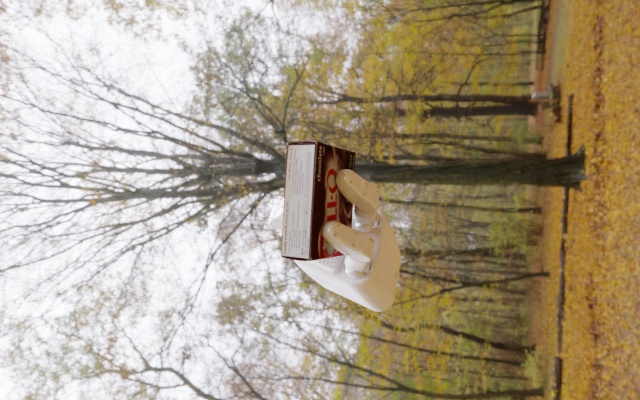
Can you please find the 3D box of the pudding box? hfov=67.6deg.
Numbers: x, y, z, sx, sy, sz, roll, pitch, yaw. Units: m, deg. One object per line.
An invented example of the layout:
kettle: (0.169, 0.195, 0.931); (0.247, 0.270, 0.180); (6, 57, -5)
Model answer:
pudding box: (0.000, 0.002, 0.478); (0.039, 0.113, 0.090); (1, -1, 26)
